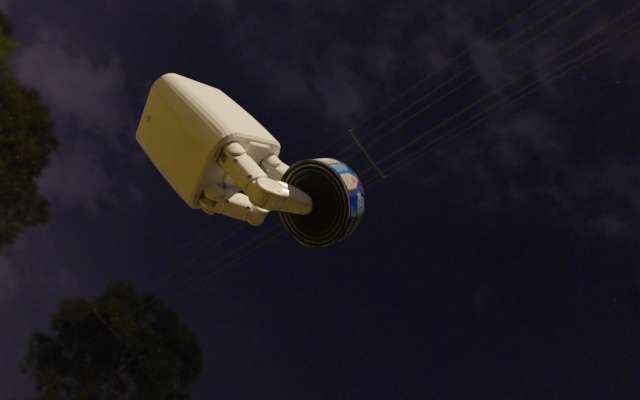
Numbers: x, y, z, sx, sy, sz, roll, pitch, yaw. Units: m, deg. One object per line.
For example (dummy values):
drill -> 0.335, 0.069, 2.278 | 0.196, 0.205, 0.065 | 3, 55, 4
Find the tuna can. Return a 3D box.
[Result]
tuna can -> 0.000, 0.001, 0.468 | 0.086, 0.086, 0.034 | 0, 8, 36
